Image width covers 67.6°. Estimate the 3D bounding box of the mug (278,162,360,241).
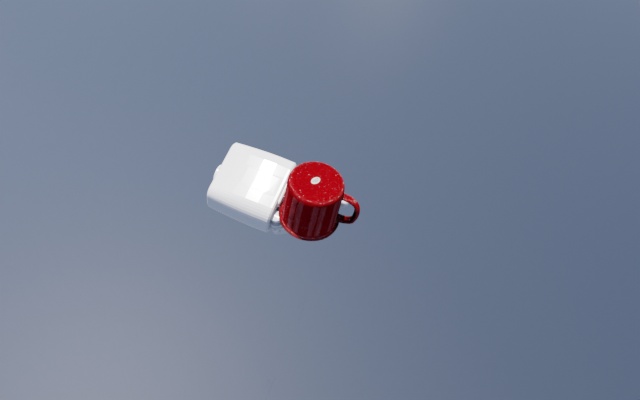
[{"bbox_3d":[0.001,0.003,0.689,0.117,0.093,0.082,19,-39,4],"label":"mug"}]
